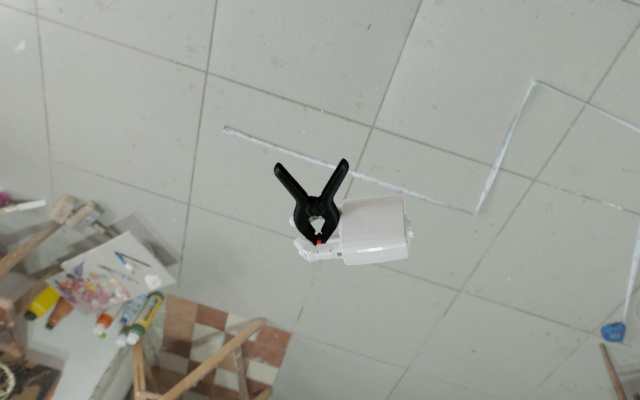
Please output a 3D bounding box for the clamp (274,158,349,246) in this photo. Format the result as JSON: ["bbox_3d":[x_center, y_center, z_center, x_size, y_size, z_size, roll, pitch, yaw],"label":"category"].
[{"bbox_3d":[0.000,0.003,0.797,0.120,0.172,0.039,-8,33,13],"label":"clamp"}]
